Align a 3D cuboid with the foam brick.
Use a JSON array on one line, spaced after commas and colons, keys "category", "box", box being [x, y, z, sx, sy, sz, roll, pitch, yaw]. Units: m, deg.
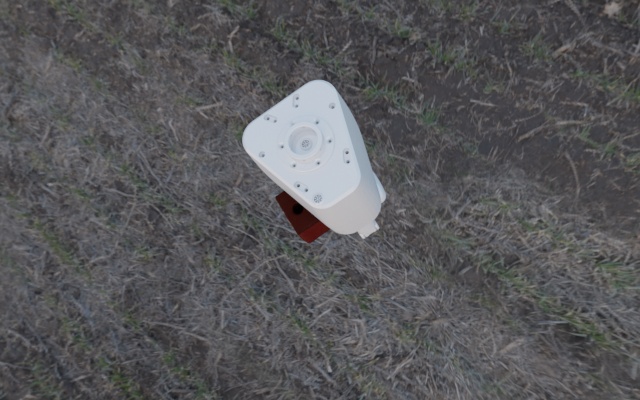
[{"category": "foam brick", "box": [0.000, 0.002, 0.523, 0.078, 0.053, 0.051, -35, -20, 4]}]
